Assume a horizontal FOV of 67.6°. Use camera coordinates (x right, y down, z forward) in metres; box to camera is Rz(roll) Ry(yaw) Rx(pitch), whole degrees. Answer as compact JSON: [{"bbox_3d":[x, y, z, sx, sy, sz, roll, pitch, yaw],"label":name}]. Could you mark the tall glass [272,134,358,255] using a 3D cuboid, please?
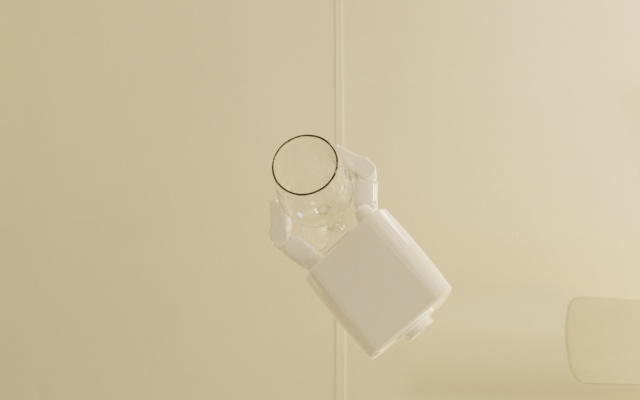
[{"bbox_3d":[0.000,0.002,0.526,0.079,0.079,0.201,0,-21,9],"label":"tall glass"}]
